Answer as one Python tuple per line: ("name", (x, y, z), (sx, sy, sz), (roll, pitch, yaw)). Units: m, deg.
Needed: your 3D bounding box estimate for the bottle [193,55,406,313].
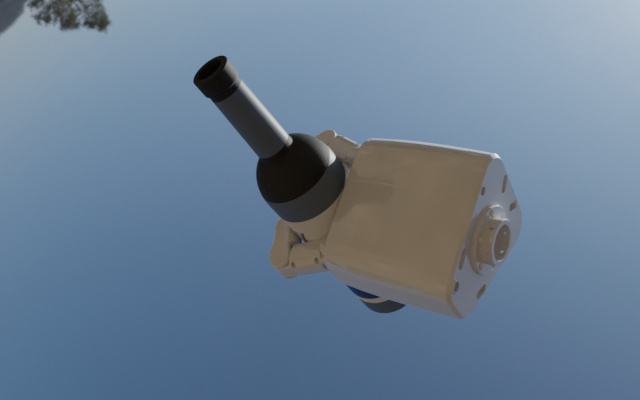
("bottle", (0.000, 0.001, 0.404), (0.069, 0.069, 0.296), (0, -36, 37))
